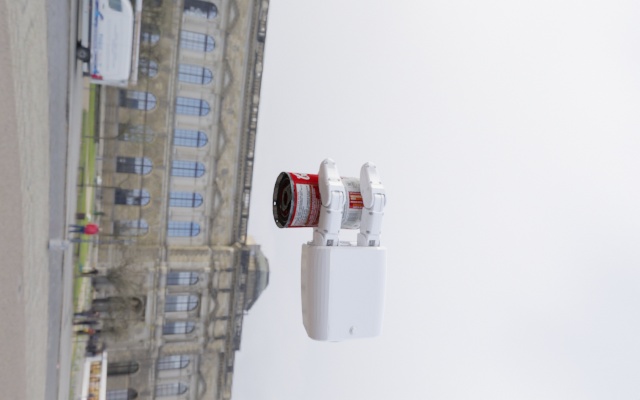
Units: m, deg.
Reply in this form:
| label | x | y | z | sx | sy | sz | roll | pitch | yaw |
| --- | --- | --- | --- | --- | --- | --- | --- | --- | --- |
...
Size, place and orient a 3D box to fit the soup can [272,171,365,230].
| label | x | y | z | sx | sy | sz | roll | pitch | yaw |
| --- | --- | --- | --- | --- | --- | --- | --- | --- | --- |
| soup can | 0.000 | 0.001 | 0.582 | 0.102 | 0.068 | 0.068 | 3 | -1 | -24 |
